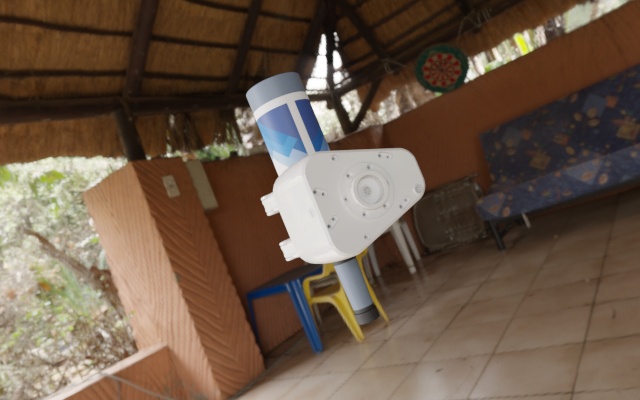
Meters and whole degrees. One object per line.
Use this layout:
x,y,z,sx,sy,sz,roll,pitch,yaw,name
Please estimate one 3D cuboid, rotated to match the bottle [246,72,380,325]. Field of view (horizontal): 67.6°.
0.000,0.002,0.553,0.069,0.295,0.069,-22,-1,0,bottle
